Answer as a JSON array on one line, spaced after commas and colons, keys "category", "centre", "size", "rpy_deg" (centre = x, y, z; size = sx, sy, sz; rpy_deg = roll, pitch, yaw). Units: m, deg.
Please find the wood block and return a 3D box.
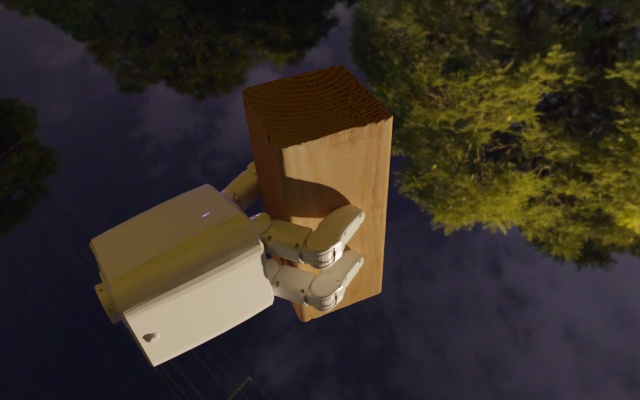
[{"category": "wood block", "centre": [0.000, 0.001, 0.423], "size": [0.090, 0.206, 0.090], "rpy_deg": [-18, 45, -15]}]
